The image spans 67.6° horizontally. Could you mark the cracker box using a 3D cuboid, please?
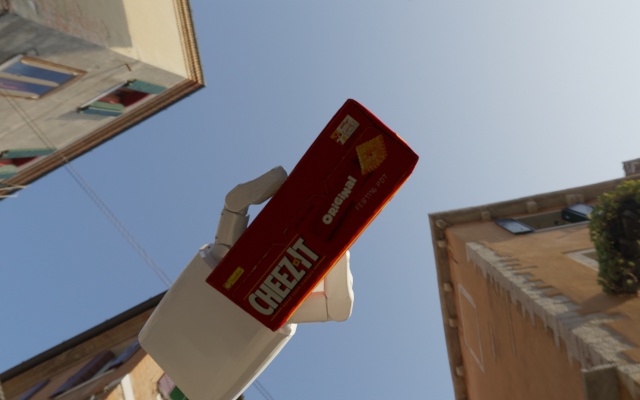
[{"bbox_3d":[0.000,0.001,0.427,0.072,0.164,0.213,38,8,-2],"label":"cracker box"}]
